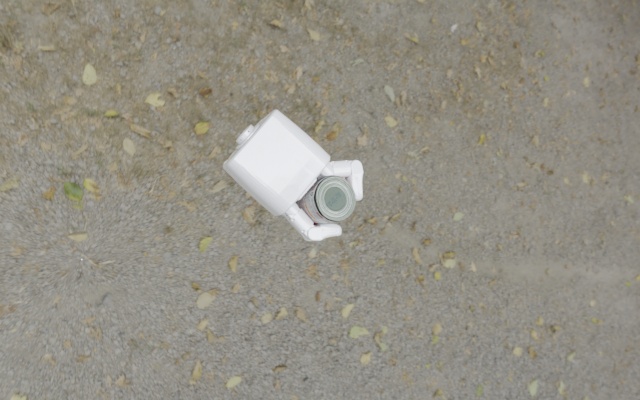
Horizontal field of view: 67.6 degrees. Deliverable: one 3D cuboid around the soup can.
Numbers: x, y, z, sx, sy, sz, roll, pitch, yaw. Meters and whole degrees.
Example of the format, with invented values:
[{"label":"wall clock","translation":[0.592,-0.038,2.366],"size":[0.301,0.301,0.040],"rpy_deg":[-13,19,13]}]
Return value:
[{"label":"soup can","translation":[0.001,0.003,0.721],"size":[0.068,0.068,0.102],"rpy_deg":[0,-6,-26]}]
